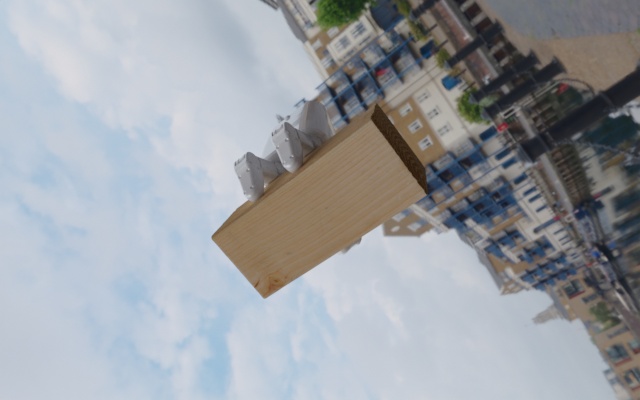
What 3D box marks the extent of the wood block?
[{"bbox_3d":[0.000,0.002,0.503,0.206,0.091,0.090,-35,11,21],"label":"wood block"}]
